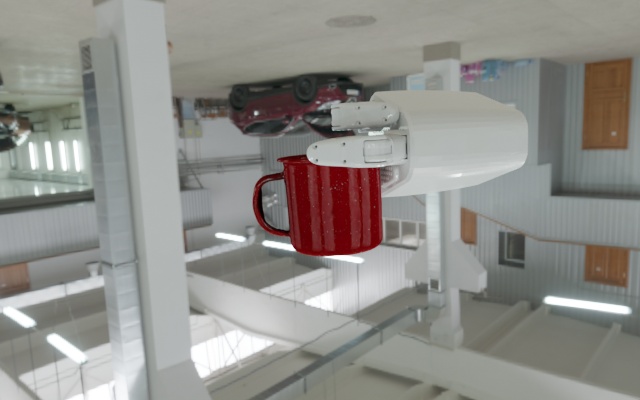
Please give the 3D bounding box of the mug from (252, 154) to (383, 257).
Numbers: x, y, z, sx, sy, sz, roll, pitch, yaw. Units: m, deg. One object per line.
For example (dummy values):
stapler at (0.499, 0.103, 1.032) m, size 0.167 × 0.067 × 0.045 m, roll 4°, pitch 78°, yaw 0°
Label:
mug at (-0.001, 0.002, 0.414) m, size 0.117 × 0.081 × 0.093 m, roll -5°, pitch 8°, yaw -8°
